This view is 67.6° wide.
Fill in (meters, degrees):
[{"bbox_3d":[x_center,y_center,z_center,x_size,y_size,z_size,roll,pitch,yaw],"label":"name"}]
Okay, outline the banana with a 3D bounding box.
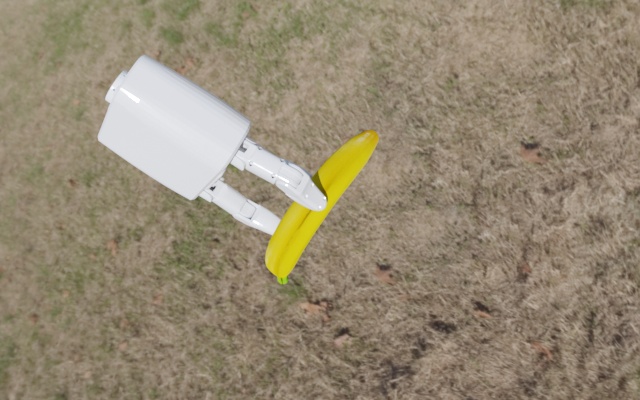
[{"bbox_3d":[-0.005,0.005,0.496,0.037,0.198,0.069,35,7,8],"label":"banana"}]
